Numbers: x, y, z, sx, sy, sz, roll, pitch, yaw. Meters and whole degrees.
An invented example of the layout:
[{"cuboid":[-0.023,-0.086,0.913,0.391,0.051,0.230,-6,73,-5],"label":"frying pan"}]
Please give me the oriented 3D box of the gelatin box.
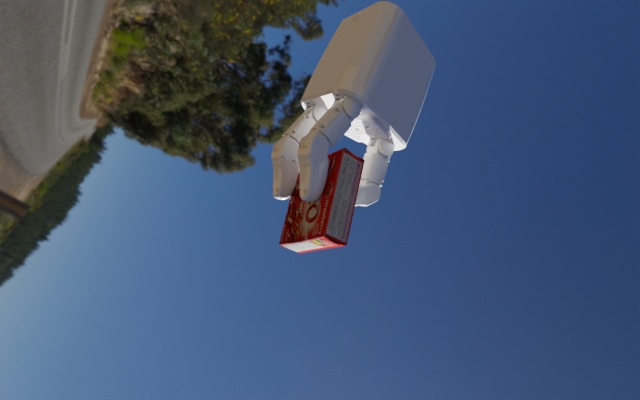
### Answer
[{"cuboid":[0.000,0.002,0.452,0.030,0.089,0.073,26,-24,-31],"label":"gelatin box"}]
